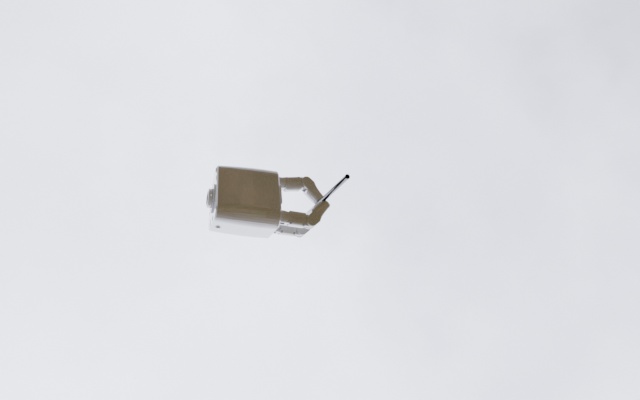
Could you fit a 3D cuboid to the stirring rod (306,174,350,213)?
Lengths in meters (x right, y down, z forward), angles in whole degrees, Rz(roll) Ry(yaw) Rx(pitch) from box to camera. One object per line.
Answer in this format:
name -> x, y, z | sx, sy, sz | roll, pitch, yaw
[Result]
stirring rod -> 0.000, 0.003, 0.834 | 0.011, 0.011, 0.240 | 0, -19, -21
